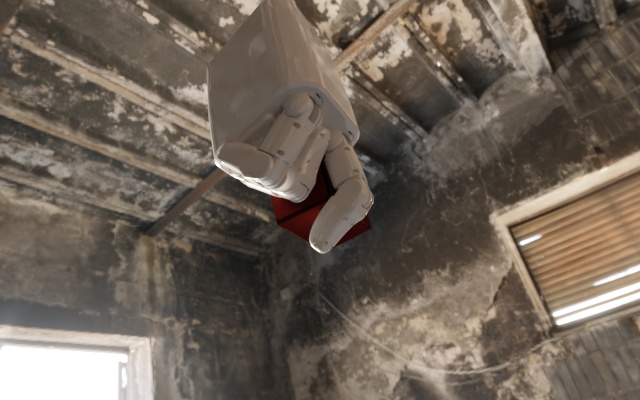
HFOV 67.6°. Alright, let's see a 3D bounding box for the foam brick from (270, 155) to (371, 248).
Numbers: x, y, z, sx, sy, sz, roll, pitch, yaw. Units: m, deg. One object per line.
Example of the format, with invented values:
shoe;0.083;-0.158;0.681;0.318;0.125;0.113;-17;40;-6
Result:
foam brick;0.000;0.002;0.405;0.053;0.051;0.078;-27;-33;17
